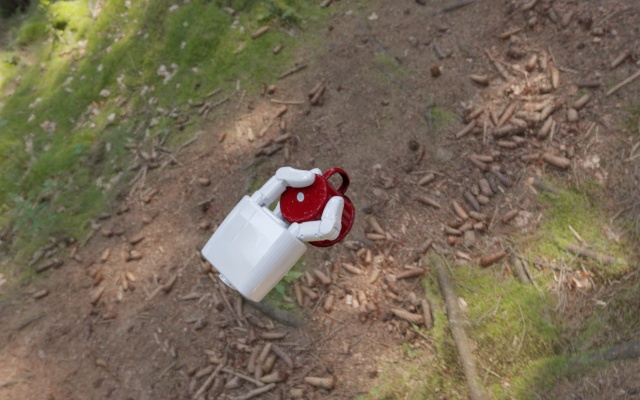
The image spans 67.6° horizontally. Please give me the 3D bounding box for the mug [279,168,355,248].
[{"bbox_3d":[0.001,0.001,0.705,0.093,0.117,0.081,36,-5,40],"label":"mug"}]
